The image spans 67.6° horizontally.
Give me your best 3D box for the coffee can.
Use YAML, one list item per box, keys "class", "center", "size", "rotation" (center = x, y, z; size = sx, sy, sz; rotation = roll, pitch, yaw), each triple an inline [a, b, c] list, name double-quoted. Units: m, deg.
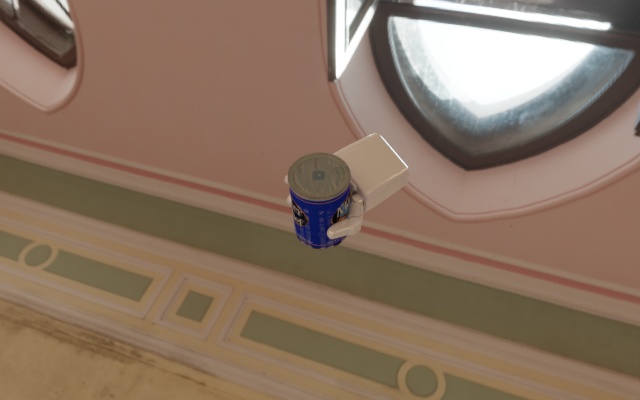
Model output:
- class: "coffee can"
  center: [0.000, 0.003, 0.822]
  size: [0.103, 0.102, 0.140]
  rotation: [0, -40, 3]
